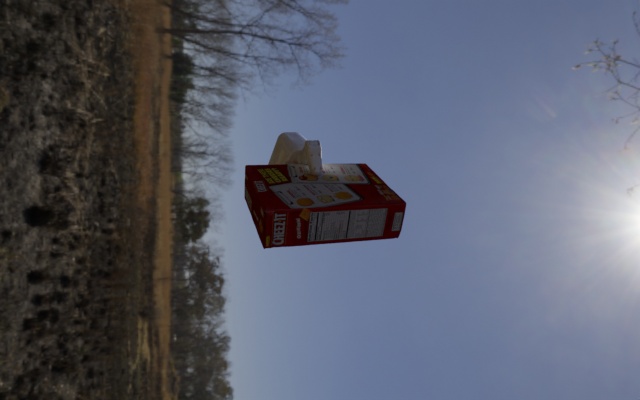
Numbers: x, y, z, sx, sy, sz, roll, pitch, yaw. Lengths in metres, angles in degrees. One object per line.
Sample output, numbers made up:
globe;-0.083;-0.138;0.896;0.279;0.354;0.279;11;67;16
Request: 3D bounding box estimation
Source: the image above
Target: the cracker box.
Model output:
cracker box;0.000;0.002;0.746;0.214;0.072;0.164;-3;27;-18
